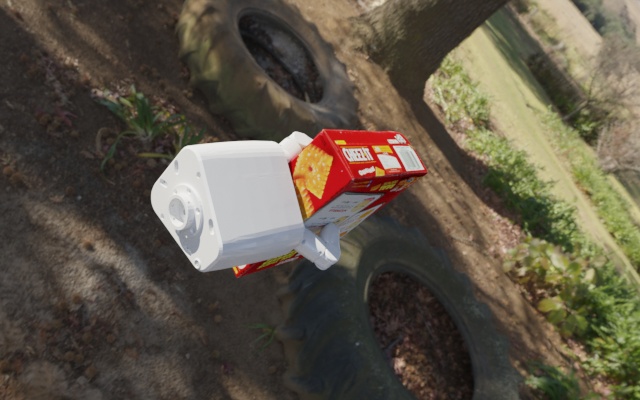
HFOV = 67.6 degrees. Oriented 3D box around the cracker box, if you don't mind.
[{"bbox_3d":[0.000,0.002,0.582,0.214,0.072,0.164,-40,-19,35],"label":"cracker box"}]
